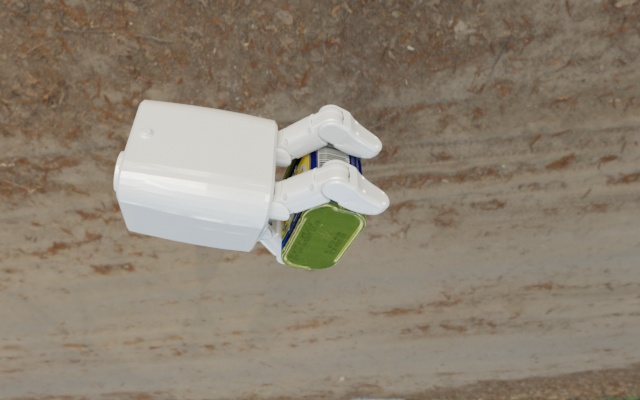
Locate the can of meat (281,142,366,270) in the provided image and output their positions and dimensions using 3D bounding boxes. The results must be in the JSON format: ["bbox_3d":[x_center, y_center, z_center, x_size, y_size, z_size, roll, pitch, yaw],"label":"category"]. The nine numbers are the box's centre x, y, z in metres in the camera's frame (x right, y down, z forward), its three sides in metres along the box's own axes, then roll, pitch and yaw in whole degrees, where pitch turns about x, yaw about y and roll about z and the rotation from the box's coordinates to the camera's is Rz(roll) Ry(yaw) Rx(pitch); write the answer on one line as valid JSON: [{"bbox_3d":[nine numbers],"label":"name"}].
[{"bbox_3d":[0.000,0.002,0.415,0.057,0.084,0.102,11,-39,-15],"label":"can of meat"}]
